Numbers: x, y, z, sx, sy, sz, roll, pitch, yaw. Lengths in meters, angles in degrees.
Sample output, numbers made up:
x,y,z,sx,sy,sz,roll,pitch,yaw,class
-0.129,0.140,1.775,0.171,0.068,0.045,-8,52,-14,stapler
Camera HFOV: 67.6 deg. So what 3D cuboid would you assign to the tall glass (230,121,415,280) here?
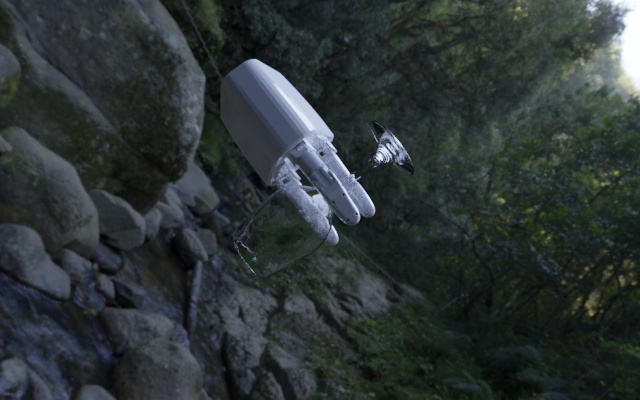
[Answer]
x,y,z,sx,sy,sz,roll,pitch,yaw,class
0.001,0.001,0.521,0.201,0.079,0.079,-37,2,-3,tall glass
